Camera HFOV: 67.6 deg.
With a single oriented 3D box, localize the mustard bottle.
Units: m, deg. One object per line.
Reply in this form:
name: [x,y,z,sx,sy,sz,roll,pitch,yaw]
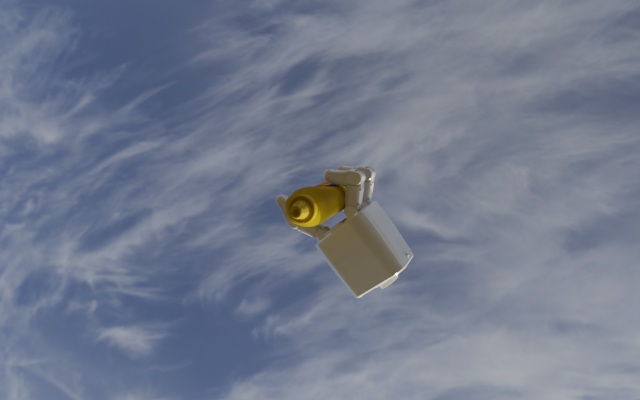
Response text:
mustard bottle: [0.000,0.002,0.734,0.096,0.058,0.191,-12,4,22]
